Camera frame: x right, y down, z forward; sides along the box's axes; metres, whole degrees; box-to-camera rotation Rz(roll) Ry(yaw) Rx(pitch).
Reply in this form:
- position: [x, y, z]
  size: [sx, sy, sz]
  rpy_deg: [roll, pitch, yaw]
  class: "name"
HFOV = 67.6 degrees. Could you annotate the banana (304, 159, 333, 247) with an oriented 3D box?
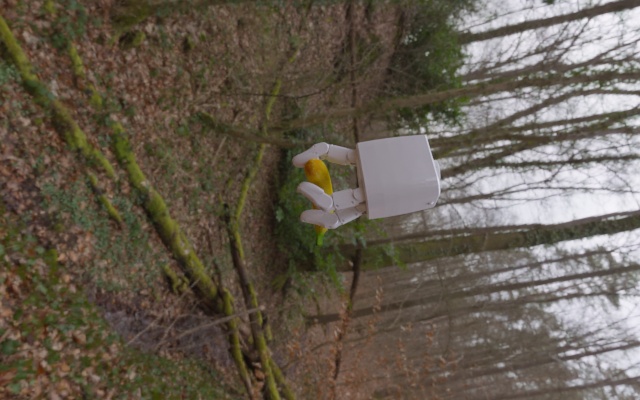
- position: [0.000, -0.009, 0.766]
  size: [0.037, 0.069, 0.198]
  rpy_deg: [-4, -41, 4]
  class: "banana"
